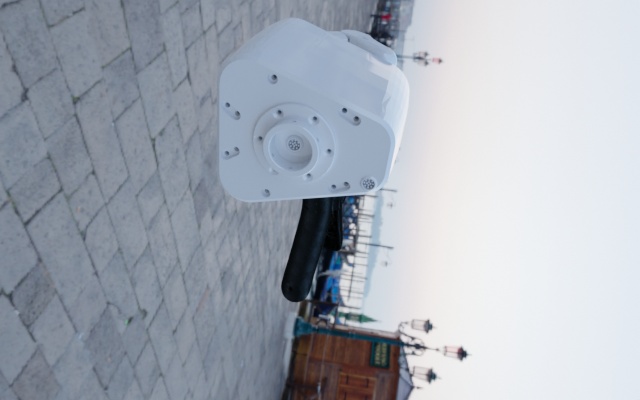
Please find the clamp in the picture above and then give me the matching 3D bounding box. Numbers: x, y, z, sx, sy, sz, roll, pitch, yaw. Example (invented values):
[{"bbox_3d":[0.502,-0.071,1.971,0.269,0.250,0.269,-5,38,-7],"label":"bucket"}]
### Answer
[{"bbox_3d":[0.001,0.001,0.415,0.039,0.172,0.120,9,30,11],"label":"clamp"}]
